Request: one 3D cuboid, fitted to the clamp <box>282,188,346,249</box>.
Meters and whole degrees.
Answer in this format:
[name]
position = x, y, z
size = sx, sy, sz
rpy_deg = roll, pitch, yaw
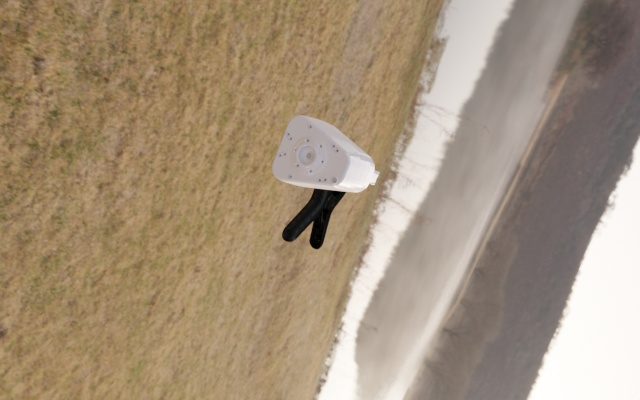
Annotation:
[clamp]
position = 0.001, 0.003, 0.765
size = 0.039, 0.171, 0.120
rpy_deg = 26, 8, 21
